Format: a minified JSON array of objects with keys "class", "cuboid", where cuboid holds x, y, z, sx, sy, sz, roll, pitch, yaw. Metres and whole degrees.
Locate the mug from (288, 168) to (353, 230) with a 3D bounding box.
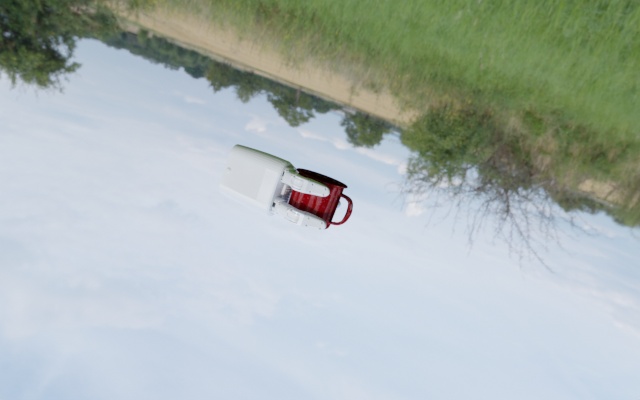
[{"class":"mug","cuboid":[0.001,0.003,0.812,0.117,0.081,0.093,23,10,20]}]
